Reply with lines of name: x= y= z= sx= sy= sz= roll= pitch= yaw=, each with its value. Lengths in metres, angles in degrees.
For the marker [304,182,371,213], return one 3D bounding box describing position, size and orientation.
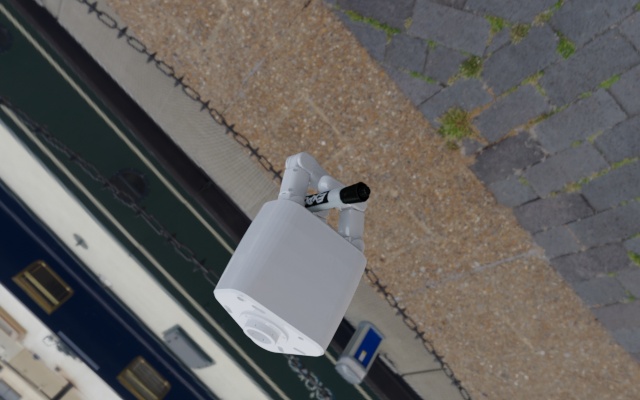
marker: x=0.000 y=0.001 z=0.469 sx=0.020 sy=0.020 sz=0.121 roll=0 pitch=-10 yaw=-45
